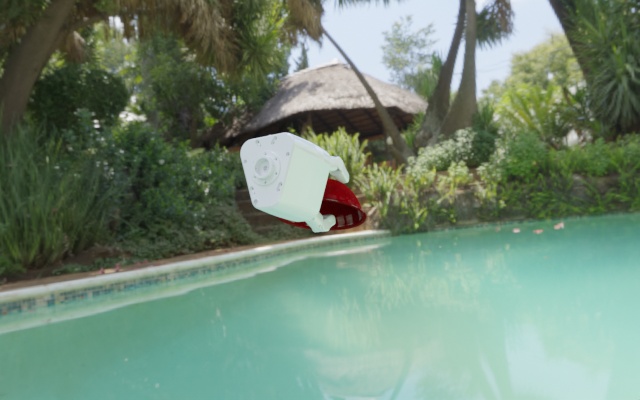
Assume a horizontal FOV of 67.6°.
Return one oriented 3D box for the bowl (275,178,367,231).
[{"bbox_3d":[0.000,0.003,0.830,0.162,0.055,0.162,4,-21,2],"label":"bowl"}]
